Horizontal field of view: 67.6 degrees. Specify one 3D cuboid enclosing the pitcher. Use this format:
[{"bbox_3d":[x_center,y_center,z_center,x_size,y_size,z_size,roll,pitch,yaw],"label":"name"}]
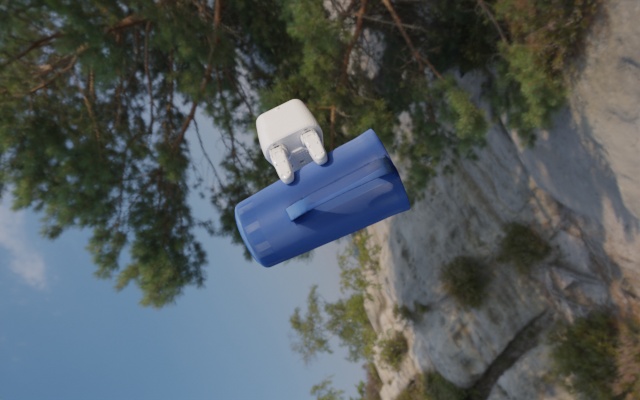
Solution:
[{"bbox_3d":[0.000,0.002,0.704,0.243,0.149,0.145,-26,42,2],"label":"pitcher"}]
